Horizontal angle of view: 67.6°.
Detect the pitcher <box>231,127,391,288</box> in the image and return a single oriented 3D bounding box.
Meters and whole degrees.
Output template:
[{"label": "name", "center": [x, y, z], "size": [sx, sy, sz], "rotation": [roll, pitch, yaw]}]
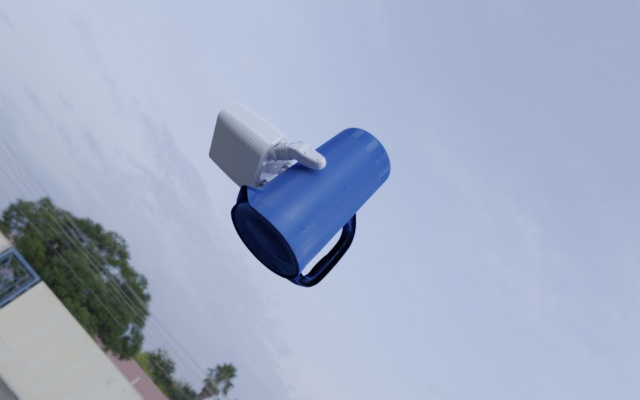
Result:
[{"label": "pitcher", "center": [0.000, 0.002, 0.720], "size": [0.242, 0.145, 0.149], "rotation": [-41, -21, -29]}]
